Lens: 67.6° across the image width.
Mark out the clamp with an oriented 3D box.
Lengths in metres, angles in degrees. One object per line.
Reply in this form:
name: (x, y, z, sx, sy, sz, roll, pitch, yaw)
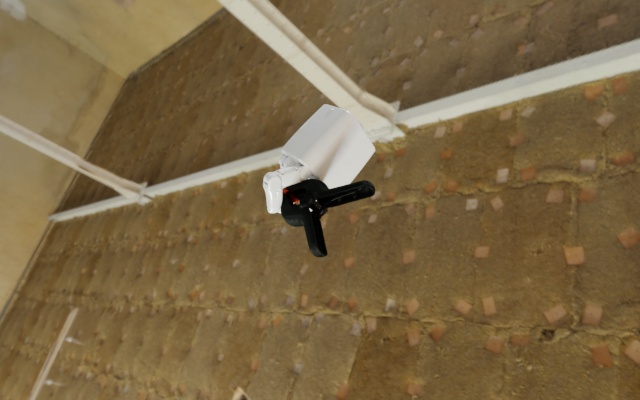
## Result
clamp: (0.000, 0.003, 0.671, 0.120, 0.039, 0.171, -41, 35, -8)
